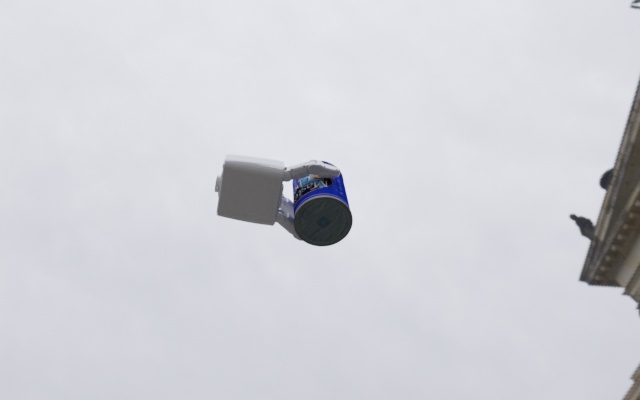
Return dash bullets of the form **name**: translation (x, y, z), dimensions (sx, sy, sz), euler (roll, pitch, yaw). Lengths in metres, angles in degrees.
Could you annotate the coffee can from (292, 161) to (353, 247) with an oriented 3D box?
- **coffee can**: translation (0.000, 0.003, 0.880), dimensions (0.103, 0.103, 0.140), euler (0, 31, -5)
